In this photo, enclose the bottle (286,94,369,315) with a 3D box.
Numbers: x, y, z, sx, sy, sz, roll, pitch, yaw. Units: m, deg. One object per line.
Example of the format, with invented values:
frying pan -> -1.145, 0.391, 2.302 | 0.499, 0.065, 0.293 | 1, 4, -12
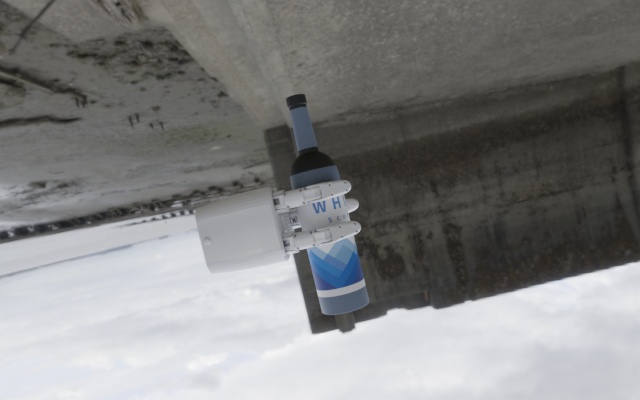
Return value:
bottle -> 0.000, 0.002, 0.650 | 0.069, 0.295, 0.069 | -14, 1, 0
